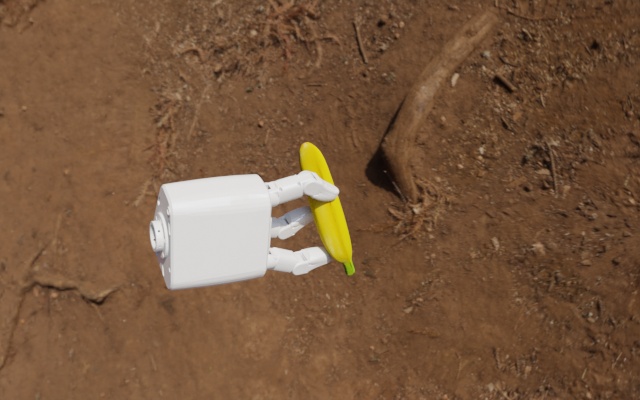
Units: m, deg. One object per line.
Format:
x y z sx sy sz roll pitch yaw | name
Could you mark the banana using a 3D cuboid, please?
0.002 -0.002 0.614 0.037 0.197 0.070 -14 -22 -7 | banana
